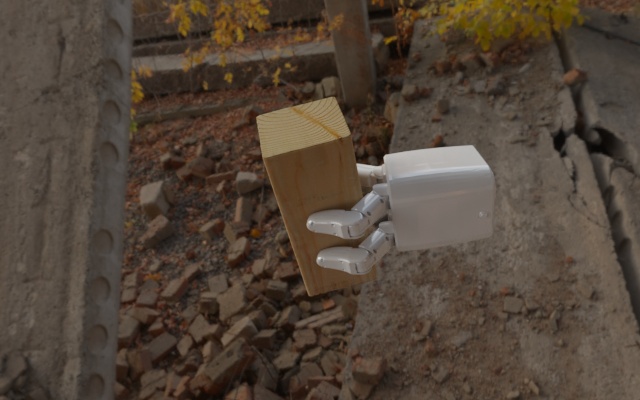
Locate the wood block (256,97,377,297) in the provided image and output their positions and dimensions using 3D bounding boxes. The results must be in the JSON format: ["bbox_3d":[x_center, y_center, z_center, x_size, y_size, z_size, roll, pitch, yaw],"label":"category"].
[{"bbox_3d":[0.000,0.001,0.547,0.090,0.206,0.090,-15,38,0],"label":"wood block"}]
